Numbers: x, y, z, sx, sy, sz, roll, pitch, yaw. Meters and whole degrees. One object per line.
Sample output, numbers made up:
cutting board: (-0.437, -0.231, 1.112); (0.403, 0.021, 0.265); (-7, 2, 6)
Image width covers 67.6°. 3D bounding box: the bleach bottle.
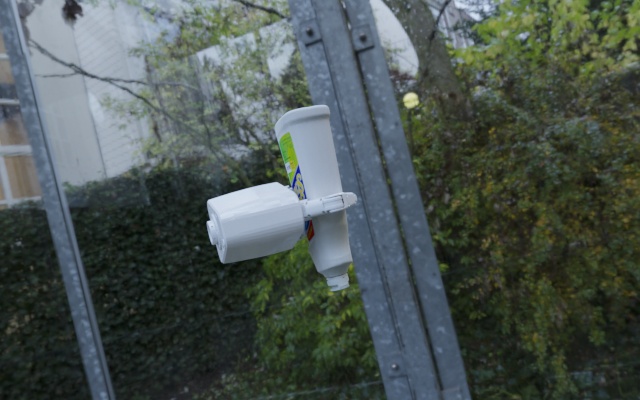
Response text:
bleach bottle: (0.000, 0.002, 0.671); (0.068, 0.251, 0.102); (-14, -1, -19)
